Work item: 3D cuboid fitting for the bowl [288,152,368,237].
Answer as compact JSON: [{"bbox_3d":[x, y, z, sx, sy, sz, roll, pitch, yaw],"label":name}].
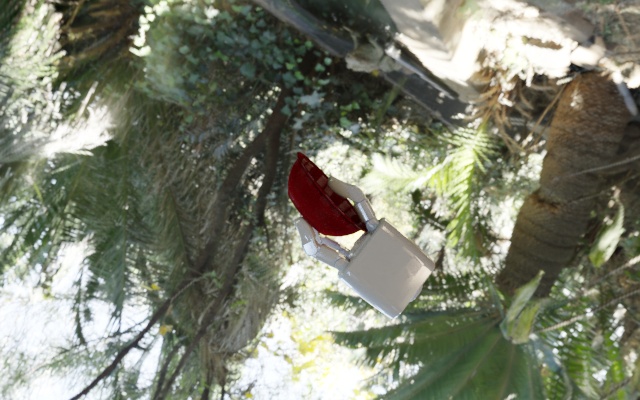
[{"bbox_3d":[-0.001,0.002,0.733,0.055,0.162,0.162,-41,-8,9],"label":"bowl"}]
